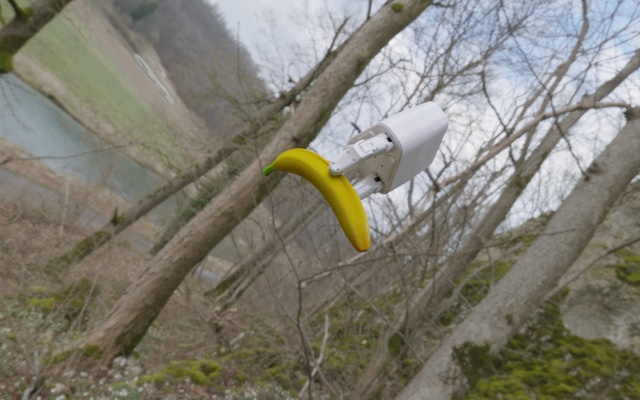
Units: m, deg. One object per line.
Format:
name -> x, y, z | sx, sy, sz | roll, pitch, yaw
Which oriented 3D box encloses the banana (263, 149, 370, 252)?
banana -> 0.004, -0.015, 0.624 | 0.037, 0.070, 0.197 | -11, 41, -47
